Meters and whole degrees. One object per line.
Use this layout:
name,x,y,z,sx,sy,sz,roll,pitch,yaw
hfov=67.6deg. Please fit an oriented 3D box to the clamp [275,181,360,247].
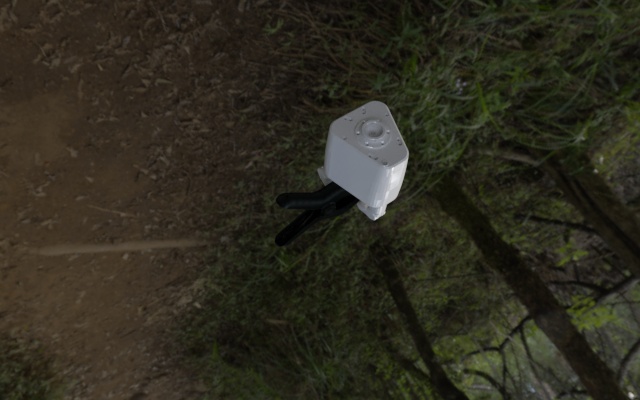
clamp,0.001,0.003,0.739,0.171,0.039,0.120,-30,-24,-16
